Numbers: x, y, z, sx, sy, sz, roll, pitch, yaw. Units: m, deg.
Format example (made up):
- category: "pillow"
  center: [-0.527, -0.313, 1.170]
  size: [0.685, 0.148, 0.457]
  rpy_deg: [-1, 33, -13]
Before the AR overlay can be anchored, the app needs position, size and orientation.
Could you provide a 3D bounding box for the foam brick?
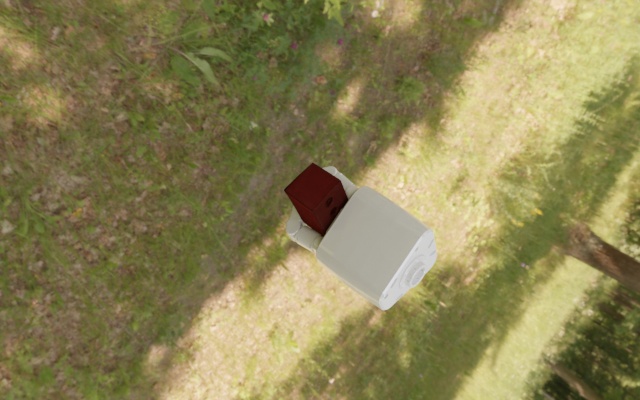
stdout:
- category: "foam brick"
  center: [0.000, 0.002, 0.598]
  size: [0.051, 0.053, 0.078]
  rpy_deg: [35, -16, 33]
